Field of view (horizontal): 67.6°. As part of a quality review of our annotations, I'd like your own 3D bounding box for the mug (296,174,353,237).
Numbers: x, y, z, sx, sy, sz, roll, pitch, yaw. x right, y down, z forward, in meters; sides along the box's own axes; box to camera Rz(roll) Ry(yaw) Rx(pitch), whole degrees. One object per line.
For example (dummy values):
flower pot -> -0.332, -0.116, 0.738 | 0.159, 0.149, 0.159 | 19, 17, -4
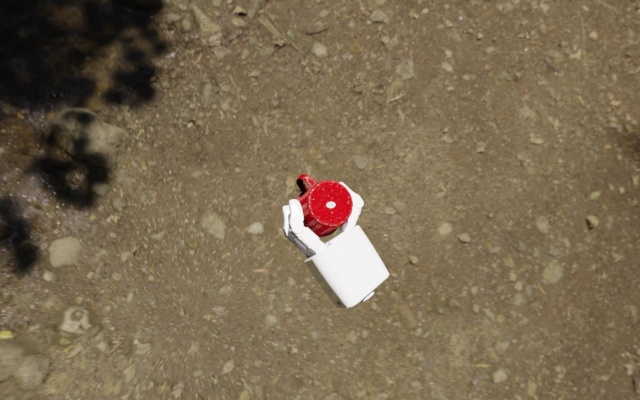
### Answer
mug -> -0.001, 0.001, 0.828 | 0.093, 0.117, 0.081 | -35, -1, -20
